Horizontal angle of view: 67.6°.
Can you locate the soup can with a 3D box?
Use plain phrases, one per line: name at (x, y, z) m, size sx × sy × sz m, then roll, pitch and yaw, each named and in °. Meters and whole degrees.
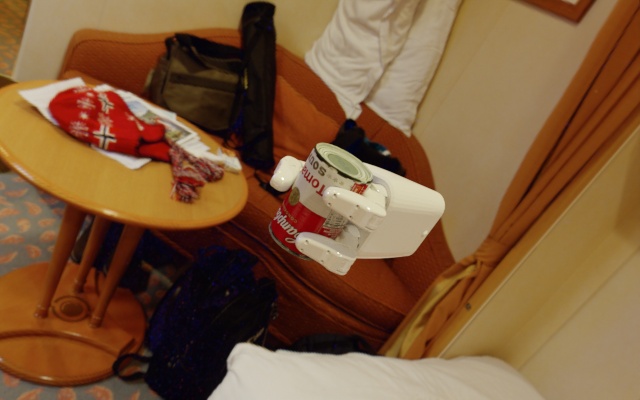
soup can at (0.000, 0.001, 0.486) m, size 0.068 × 0.102 × 0.068 m, roll 26°, pitch 23°, yaw -12°
